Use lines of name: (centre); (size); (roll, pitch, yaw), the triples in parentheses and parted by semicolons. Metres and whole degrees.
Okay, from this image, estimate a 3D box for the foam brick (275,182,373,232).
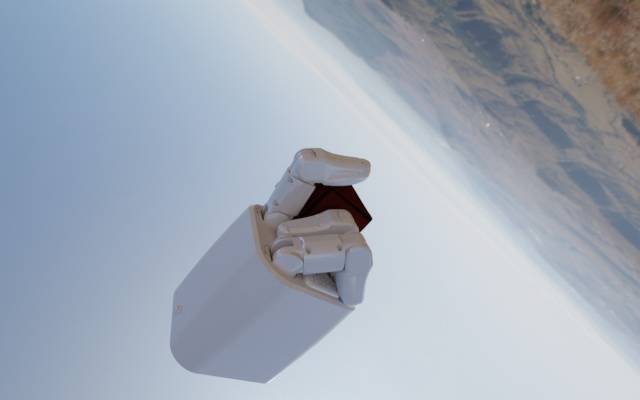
foam brick: (0.000, 0.001, 0.415); (0.053, 0.051, 0.078); (37, 15, -28)
